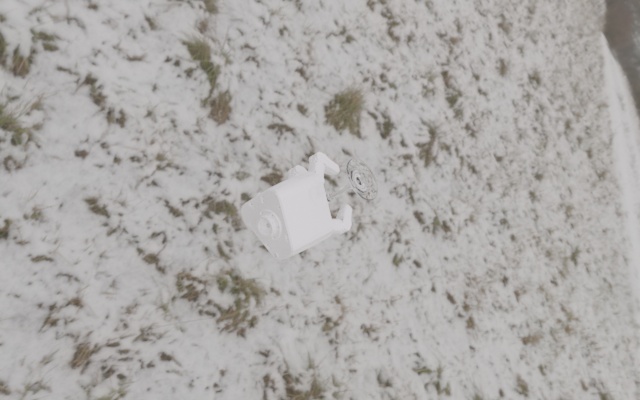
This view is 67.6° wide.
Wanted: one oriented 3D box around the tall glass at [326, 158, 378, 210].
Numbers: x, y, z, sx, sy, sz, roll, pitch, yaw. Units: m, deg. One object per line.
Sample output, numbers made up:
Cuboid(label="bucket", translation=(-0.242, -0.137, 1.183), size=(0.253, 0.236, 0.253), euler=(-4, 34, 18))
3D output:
Cuboid(label="tall glass", translation=(0.001, 0.002, 0.831), size=(0.201, 0.079, 0.079), euler=(-29, -19, 39))
